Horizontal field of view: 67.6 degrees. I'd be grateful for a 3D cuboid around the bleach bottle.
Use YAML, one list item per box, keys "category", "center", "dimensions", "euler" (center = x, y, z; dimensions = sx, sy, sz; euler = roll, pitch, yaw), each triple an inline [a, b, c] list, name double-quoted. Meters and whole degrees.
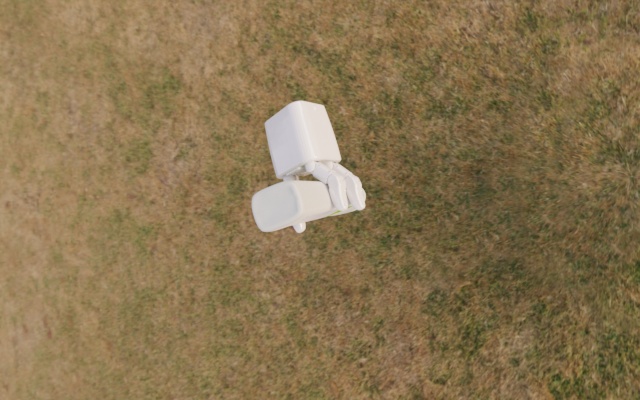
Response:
- category: "bleach bottle"
  center: [0.000, 0.003, 0.834]
  dimensions: [0.102, 0.068, 0.251]
  euler: [-21, -8, 32]
